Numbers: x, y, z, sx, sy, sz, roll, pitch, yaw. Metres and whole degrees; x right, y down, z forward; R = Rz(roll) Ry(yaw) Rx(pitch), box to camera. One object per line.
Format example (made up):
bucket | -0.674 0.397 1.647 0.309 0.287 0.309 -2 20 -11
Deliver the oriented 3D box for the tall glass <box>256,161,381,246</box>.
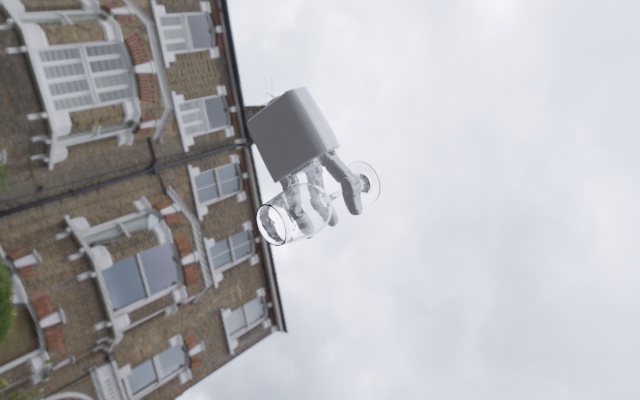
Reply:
tall glass | 0.001 0.002 0.713 0.079 0.079 0.201 0 19 46
